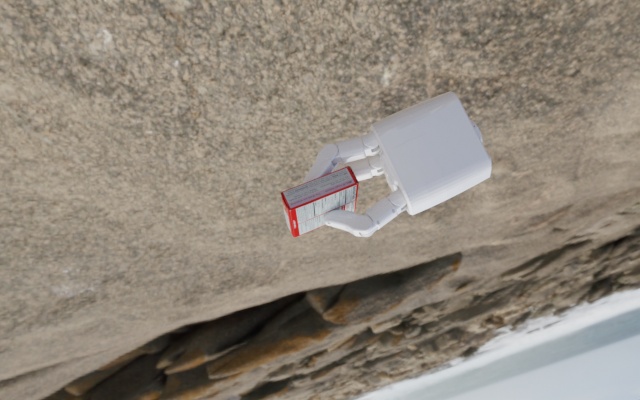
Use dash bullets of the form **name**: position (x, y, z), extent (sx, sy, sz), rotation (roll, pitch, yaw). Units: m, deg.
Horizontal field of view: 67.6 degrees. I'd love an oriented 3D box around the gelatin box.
- **gelatin box**: position (0.000, 0.002, 0.572), extent (0.089, 0.030, 0.073), rotation (-23, -27, -10)
